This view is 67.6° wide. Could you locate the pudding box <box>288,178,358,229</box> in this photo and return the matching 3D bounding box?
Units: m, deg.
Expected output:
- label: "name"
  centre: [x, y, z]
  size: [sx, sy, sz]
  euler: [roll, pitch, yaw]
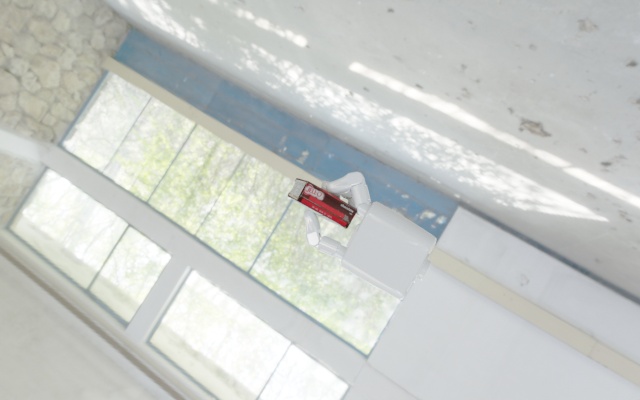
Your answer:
- label: "pudding box"
  centre: [0.000, 0.003, 0.749]
  size: [0.090, 0.039, 0.113]
  euler: [31, -4, -12]
